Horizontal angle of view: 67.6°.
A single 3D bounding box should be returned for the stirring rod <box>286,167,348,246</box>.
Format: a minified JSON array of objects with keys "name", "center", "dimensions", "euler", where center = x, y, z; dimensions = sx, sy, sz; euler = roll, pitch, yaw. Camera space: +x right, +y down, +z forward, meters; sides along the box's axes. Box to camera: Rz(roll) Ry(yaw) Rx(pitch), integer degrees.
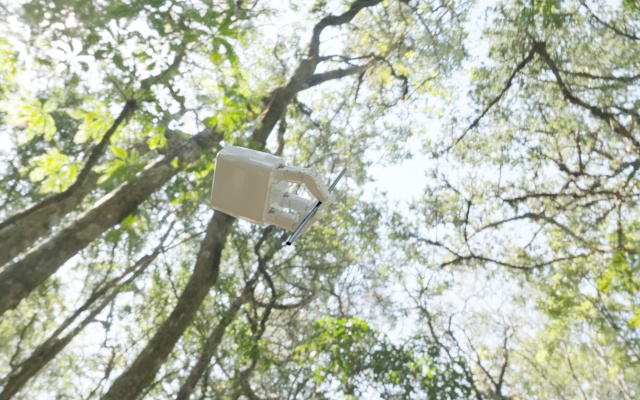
[{"name":"stirring rod","center":[0.000,0.003,0.768],"dimensions":[0.011,0.011,0.239],"euler":[0,29,25]}]
